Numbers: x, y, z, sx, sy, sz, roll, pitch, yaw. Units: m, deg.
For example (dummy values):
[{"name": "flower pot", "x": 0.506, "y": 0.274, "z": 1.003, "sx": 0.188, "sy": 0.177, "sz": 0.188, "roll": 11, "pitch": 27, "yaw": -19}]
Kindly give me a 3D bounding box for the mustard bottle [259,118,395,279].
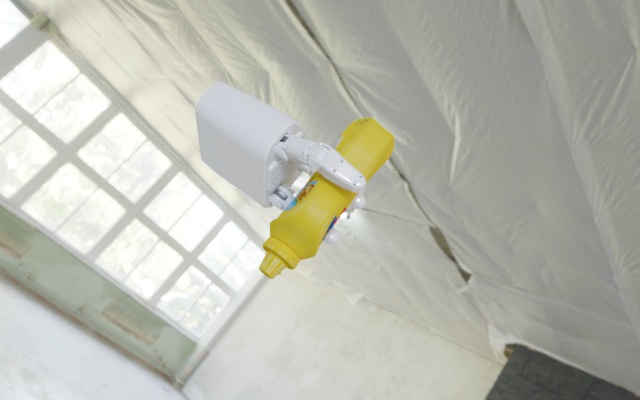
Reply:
[{"name": "mustard bottle", "x": 0.001, "y": 0.002, "z": 0.508, "sx": 0.058, "sy": 0.191, "sz": 0.096, "roll": 40, "pitch": -18, "yaw": -5}]
